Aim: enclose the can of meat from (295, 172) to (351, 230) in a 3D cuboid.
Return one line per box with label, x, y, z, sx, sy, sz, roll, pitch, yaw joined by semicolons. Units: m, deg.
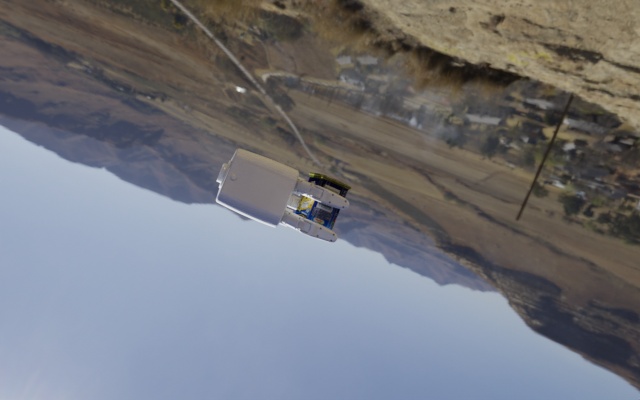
can of meat;0.000;0.003;0.803;0.057;0.084;0.102;23;-2;-17
